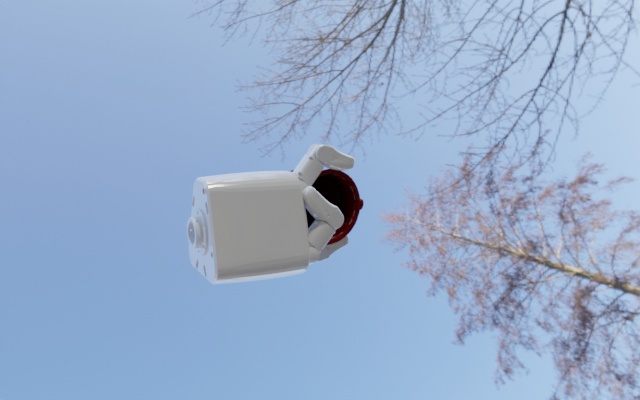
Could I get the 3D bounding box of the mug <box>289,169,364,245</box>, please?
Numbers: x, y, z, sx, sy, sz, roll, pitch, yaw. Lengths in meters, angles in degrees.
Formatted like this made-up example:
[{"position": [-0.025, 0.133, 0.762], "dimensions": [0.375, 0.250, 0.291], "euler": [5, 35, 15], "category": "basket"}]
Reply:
[{"position": [0.001, 0.002, 0.617], "dimensions": [0.117, 0.093, 0.081], "euler": [-3, 10, -32], "category": "mug"}]
